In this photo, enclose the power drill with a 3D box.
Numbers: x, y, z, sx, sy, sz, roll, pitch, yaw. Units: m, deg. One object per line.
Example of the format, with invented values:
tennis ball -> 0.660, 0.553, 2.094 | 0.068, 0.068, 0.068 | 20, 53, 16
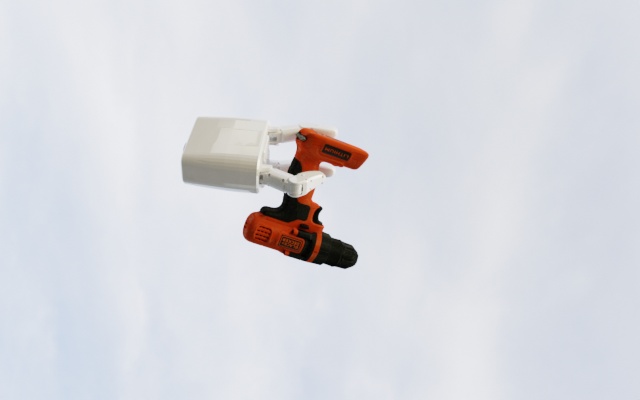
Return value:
power drill -> 0.000, 0.002, 0.698 | 0.184, 0.188, 0.057 | 19, 10, -21
